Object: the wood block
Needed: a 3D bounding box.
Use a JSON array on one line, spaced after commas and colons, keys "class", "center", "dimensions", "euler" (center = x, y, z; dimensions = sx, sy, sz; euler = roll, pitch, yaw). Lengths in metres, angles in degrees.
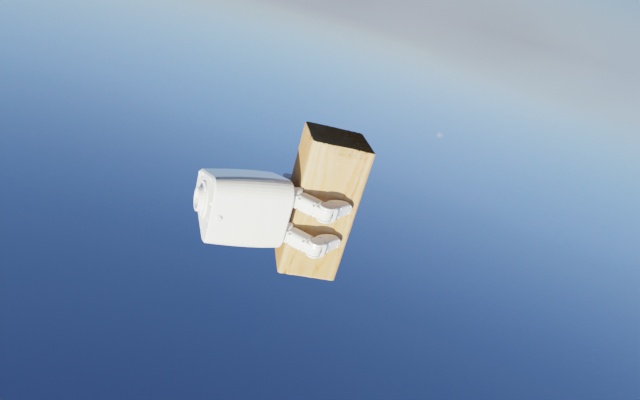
[{"class": "wood block", "center": [0.000, 0.002, 0.700], "dimensions": [0.090, 0.206, 0.090], "euler": [10, 25, -14]}]
